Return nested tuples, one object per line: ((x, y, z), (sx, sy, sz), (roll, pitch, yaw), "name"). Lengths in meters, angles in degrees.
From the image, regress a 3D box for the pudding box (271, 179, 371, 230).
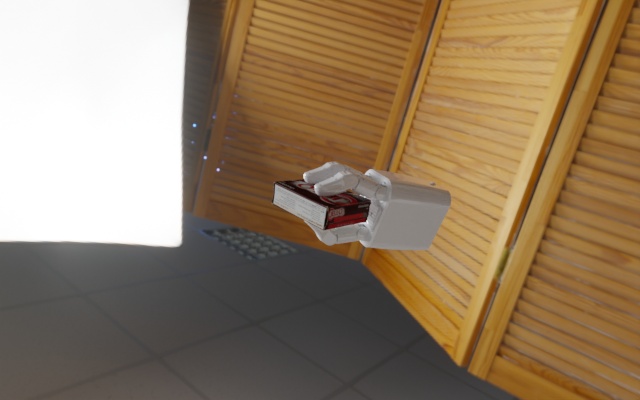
((0.000, 0.002, 0.675), (0.113, 0.039, 0.090), (22, 20, 41), "pudding box")
